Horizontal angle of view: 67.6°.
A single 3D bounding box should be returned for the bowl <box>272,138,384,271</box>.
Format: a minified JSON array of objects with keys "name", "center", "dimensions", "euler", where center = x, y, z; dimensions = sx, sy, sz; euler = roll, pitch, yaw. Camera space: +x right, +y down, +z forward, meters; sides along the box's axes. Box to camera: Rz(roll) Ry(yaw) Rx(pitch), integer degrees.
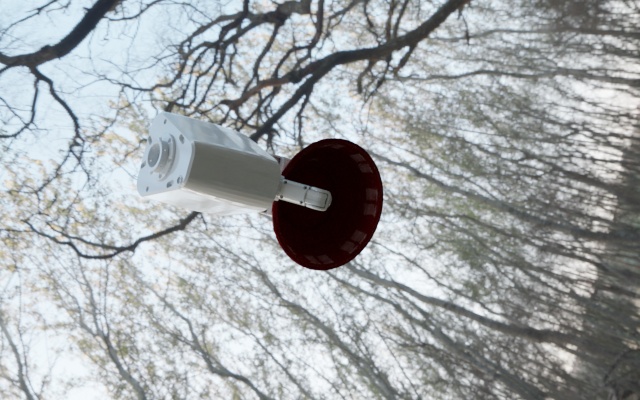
[{"name":"bowl","center":[0.001,0.002,0.593],"dimensions":[0.162,0.162,0.055],"euler":[0,10,-33]}]
